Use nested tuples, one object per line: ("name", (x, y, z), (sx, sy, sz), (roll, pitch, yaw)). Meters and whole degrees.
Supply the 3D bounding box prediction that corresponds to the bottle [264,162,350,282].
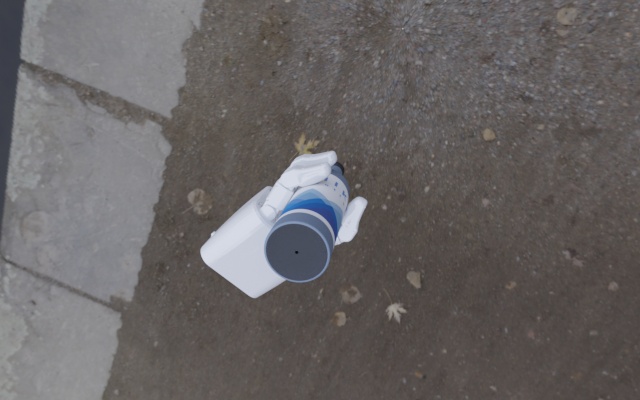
("bottle", (0.000, 0.002, 0.602), (0.069, 0.069, 0.295), (0, 20, 10))
